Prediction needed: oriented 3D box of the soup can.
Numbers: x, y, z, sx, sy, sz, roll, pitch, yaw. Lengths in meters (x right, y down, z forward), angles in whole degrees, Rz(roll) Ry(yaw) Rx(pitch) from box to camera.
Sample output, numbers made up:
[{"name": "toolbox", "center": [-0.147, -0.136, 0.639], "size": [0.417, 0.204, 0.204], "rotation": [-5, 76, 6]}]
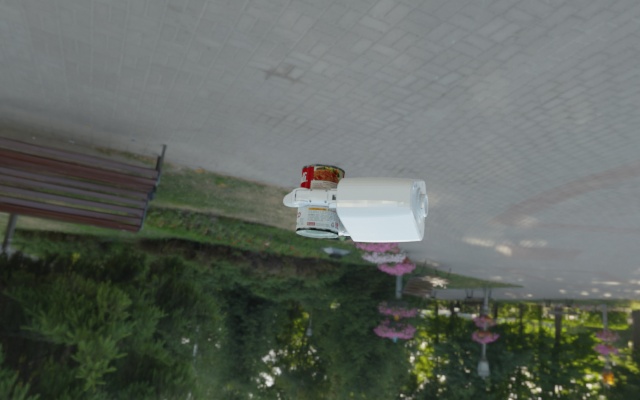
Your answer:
[{"name": "soup can", "center": [0.000, 0.003, 0.735], "size": [0.068, 0.102, 0.068], "rotation": [5, -13, 1]}]
